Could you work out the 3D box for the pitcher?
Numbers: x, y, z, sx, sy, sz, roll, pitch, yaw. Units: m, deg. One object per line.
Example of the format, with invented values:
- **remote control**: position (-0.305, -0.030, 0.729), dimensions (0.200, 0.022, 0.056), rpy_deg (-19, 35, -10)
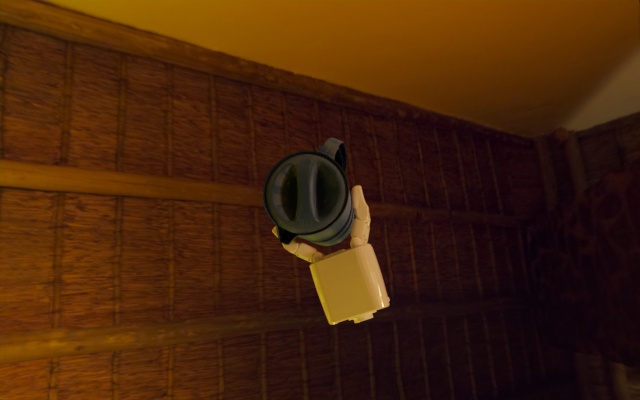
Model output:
- **pitcher**: position (0.000, 0.003, 0.832), dimensions (0.149, 0.145, 0.243), rpy_deg (-21, -14, 4)
